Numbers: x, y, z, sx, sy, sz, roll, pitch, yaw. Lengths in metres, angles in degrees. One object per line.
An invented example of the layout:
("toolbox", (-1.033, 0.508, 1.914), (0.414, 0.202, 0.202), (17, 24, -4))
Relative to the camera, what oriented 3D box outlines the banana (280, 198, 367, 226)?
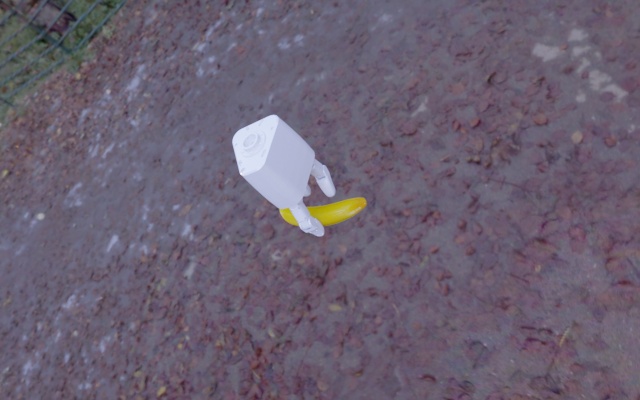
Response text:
("banana", (-0.009, 0.018, 0.869), (0.198, 0.069, 0.037), (4, -30, 39))
